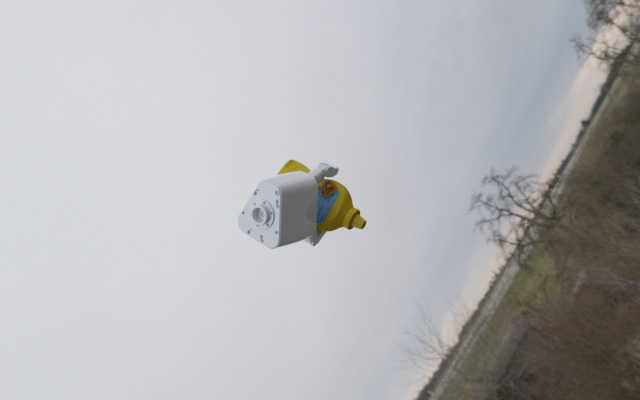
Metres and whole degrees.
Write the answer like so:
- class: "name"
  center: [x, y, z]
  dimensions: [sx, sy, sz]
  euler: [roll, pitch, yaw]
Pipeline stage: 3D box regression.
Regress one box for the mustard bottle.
- class: "mustard bottle"
  center: [0.000, 0.003, 0.884]
  dimensions: [0.191, 0.096, 0.058]
  euler: [28, -3, 24]
